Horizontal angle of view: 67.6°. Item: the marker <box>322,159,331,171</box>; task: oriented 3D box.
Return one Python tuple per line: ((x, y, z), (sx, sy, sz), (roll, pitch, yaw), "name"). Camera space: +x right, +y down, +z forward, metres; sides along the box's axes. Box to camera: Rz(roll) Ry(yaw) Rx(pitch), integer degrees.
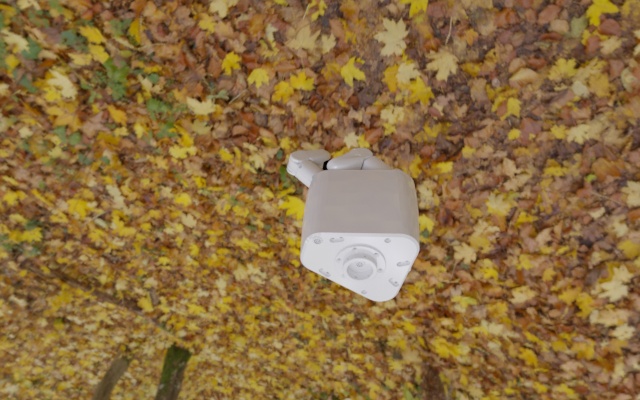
((0.000, 0.002, 0.577), (0.020, 0.121, 0.020), (11, 36, -8), "marker")
